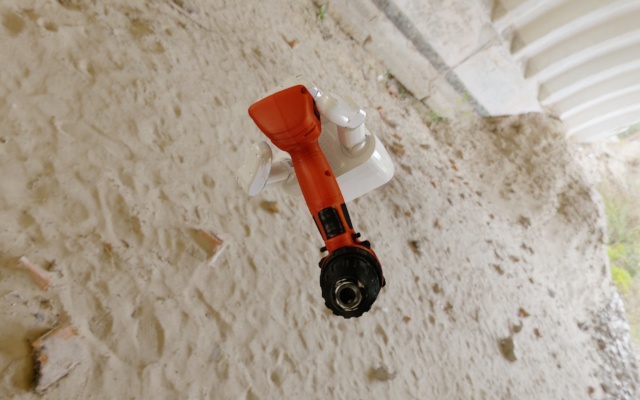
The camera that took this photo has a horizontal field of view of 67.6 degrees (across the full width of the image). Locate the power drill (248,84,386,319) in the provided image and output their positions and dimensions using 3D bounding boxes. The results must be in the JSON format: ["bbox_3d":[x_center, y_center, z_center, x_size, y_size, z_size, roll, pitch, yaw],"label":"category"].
[{"bbox_3d":[0.000,0.001,0.410,0.057,0.187,0.184,-21,-2,3],"label":"power drill"}]
